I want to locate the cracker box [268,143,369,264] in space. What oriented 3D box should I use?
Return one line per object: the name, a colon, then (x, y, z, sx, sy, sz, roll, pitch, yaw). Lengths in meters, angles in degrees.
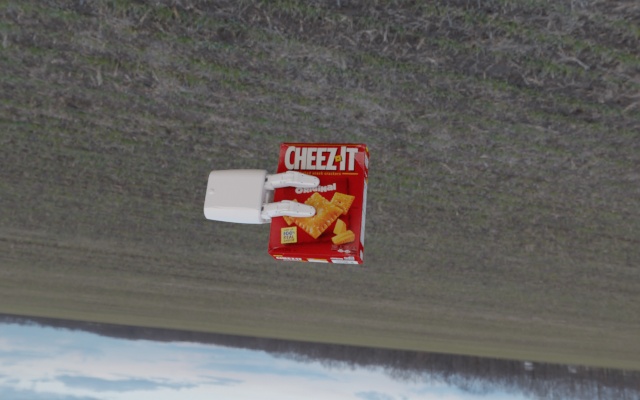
cracker box: (0.000, 0.003, 0.871, 0.164, 0.213, 0.072, 2, -17, 10)
